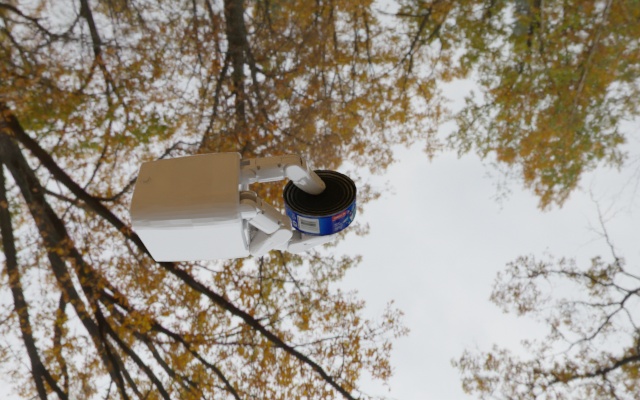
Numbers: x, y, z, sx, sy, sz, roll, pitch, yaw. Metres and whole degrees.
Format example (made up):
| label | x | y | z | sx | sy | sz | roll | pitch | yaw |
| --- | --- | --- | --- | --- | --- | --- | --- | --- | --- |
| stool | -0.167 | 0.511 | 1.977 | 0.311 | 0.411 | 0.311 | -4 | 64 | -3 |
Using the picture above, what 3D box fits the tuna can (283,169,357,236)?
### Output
| label | x | y | z | sx | sy | sz | roll | pitch | yaw |
| --- | --- | --- | --- | --- | --- | --- | --- | --- | --- |
| tuna can | 0.000 | 0.002 | 0.560 | 0.086 | 0.034 | 0.086 | -3 | 40 | 2 |
